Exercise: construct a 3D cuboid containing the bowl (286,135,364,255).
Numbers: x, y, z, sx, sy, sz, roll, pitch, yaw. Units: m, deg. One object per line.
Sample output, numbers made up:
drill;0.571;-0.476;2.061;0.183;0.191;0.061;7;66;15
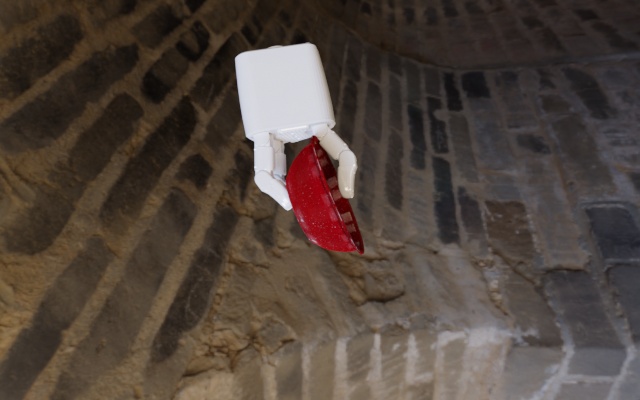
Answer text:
bowl;0.000;0.003;0.602;0.055;0.162;0.162;-23;-4;8
